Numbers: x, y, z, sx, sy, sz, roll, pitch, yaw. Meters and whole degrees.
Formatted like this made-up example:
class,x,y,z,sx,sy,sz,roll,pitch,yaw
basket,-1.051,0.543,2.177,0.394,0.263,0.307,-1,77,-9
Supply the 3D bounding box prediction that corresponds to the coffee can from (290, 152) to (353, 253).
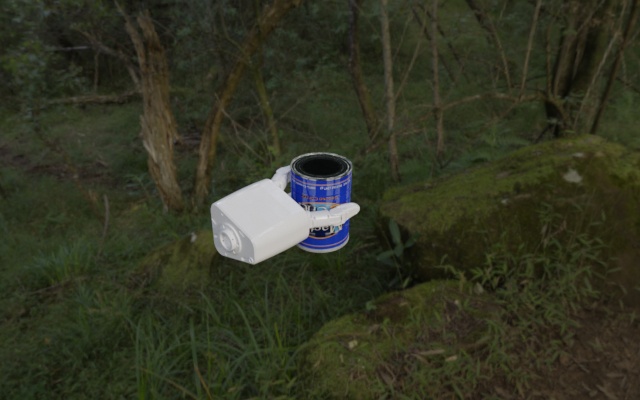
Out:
class,x,y,z,sx,sy,sz,roll,pitch,yaw
coffee can,0.000,0.003,0.811,0.103,0.140,0.102,1,30,-1
